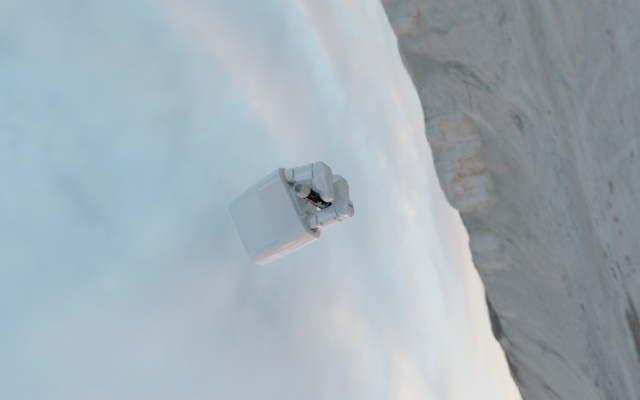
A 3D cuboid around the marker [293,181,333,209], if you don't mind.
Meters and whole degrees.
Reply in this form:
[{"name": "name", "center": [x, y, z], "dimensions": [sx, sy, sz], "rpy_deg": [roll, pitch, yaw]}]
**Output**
[{"name": "marker", "center": [0.000, 0.002, 0.676], "dimensions": [0.020, 0.020, 0.121], "rpy_deg": [0, -18, 30]}]
